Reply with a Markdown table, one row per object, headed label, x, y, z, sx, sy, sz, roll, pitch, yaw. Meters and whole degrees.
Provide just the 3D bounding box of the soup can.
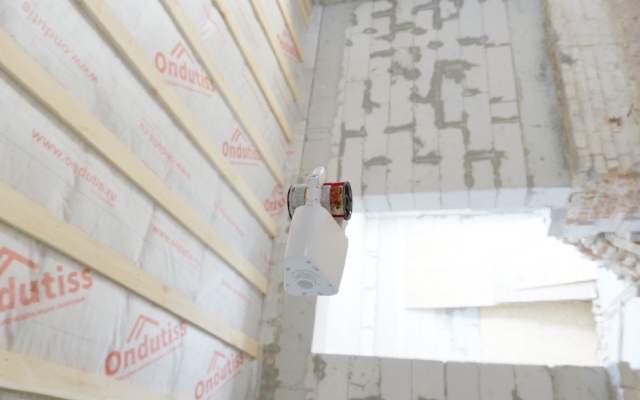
| label | x | y | z | sx | sy | sz | roll | pitch | yaw |
| --- | --- | --- | --- | --- | --- | --- | --- | --- | --- |
| soup can | 0.000 | 0.002 | 0.835 | 0.102 | 0.068 | 0.068 | -3 | -1 | 16 |
